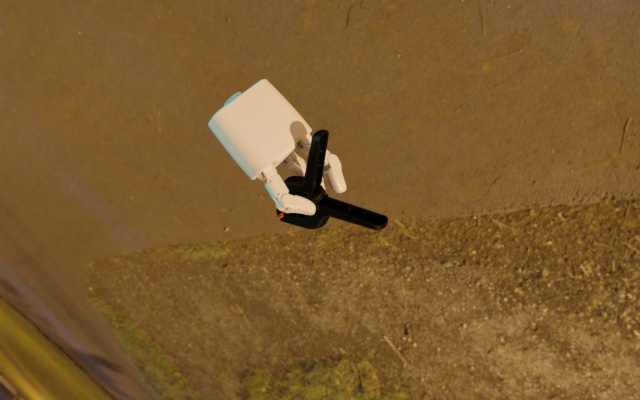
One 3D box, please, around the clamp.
[{"bbox_3d":[-0.001,0.003,0.731,0.036,0.164,0.210,-41,3,-38],"label":"clamp"}]
